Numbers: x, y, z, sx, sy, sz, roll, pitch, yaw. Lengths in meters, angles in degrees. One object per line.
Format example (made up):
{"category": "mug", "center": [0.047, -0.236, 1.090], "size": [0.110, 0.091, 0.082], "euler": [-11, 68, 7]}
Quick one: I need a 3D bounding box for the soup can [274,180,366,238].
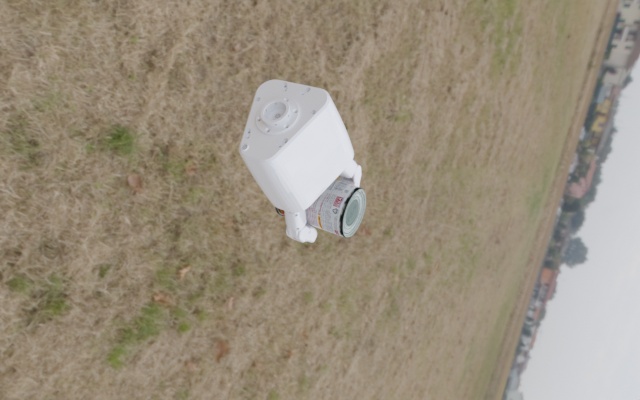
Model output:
{"category": "soup can", "center": [0.000, 0.002, 0.626], "size": [0.102, 0.068, 0.068], "euler": [18, 8, 26]}
